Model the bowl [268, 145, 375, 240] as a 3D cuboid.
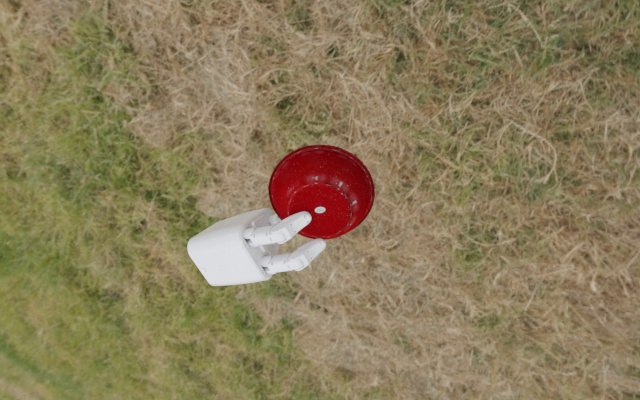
[{"bbox_3d":[0.001,0.002,0.700,0.162,0.162,0.055,0,31,3],"label":"bowl"}]
